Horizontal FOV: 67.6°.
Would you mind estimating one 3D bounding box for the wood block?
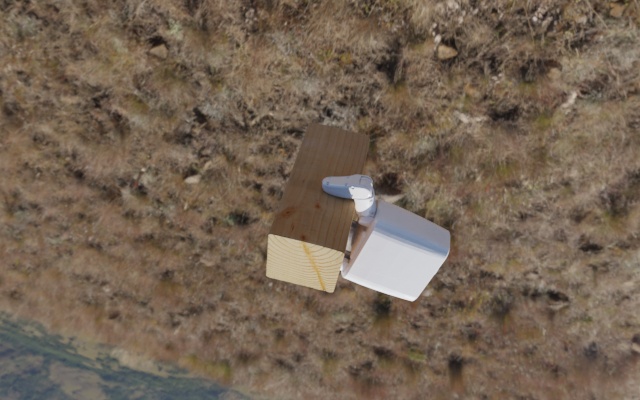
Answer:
[{"bbox_3d":[0.001,0.002,0.630,0.090,0.206,0.091,14,-42,2],"label":"wood block"}]
